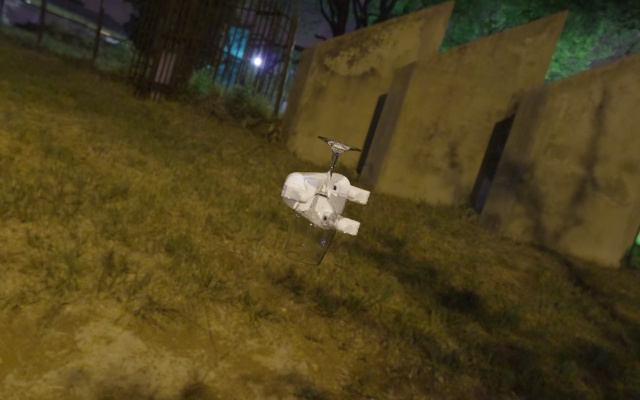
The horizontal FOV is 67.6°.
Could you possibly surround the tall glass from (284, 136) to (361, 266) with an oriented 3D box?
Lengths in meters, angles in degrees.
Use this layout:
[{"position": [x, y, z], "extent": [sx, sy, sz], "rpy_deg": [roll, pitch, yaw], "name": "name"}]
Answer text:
[{"position": [0.000, 0.002, 0.776], "extent": [0.079, 0.201, 0.079], "rpy_deg": [18, 5, -1], "name": "tall glass"}]
